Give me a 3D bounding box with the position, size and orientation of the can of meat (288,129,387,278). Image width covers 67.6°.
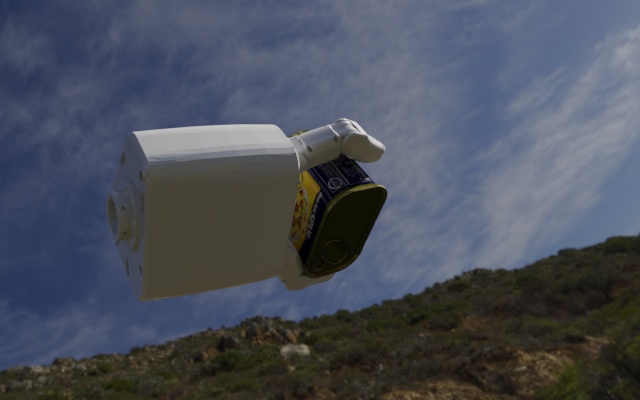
[{"bbox_3d":[0.000,0.001,0.413,0.057,0.102,0.084,-12,49,-33],"label":"can of meat"}]
